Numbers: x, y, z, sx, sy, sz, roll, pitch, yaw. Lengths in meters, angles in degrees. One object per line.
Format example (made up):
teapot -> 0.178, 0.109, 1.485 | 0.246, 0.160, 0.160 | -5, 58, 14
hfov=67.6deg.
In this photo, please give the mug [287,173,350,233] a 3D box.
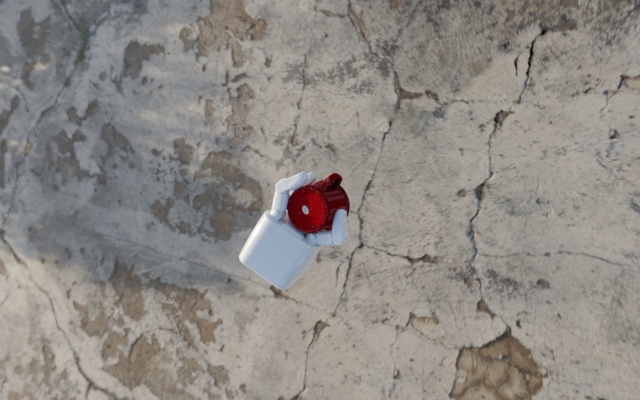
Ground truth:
mug -> 0.001, 0.002, 0.836 | 0.093, 0.117, 0.081 | 40, 20, 17
